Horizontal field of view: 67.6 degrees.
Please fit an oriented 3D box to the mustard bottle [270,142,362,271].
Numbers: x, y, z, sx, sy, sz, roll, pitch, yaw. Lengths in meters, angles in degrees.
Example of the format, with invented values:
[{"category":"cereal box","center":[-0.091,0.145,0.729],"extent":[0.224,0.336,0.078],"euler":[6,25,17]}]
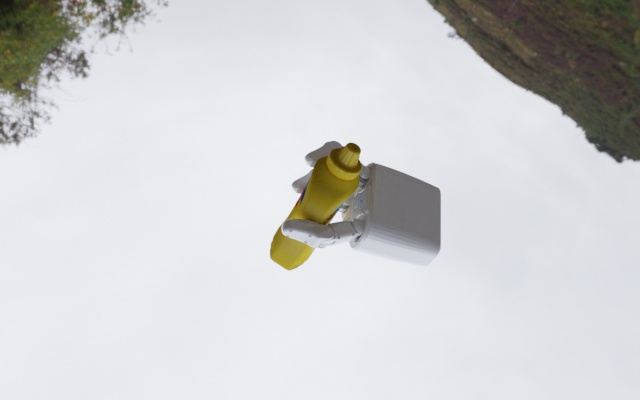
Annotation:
[{"category":"mustard bottle","center":[0.000,0.002,0.594],"extent":[0.058,0.192,0.096],"euler":[35,42,2]}]
